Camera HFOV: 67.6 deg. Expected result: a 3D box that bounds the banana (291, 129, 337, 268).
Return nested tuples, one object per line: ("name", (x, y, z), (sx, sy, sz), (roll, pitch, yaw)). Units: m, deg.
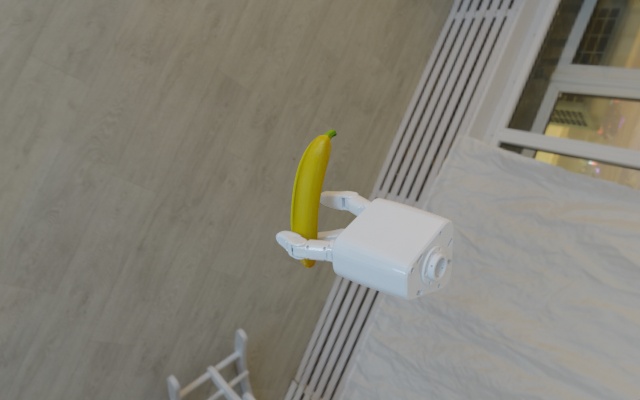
("banana", (-0.011, -0.003, 0.645), (0.037, 0.198, 0.069), (14, 4, 38))
